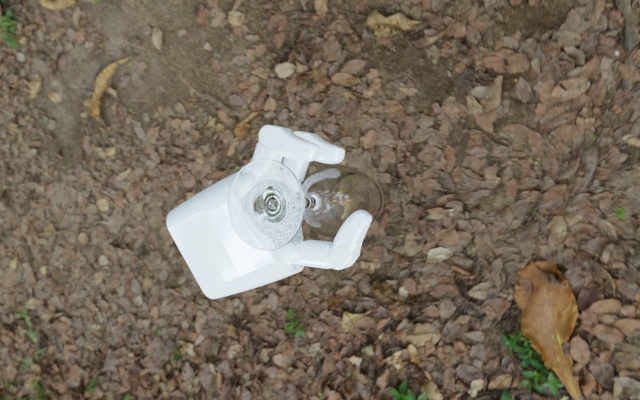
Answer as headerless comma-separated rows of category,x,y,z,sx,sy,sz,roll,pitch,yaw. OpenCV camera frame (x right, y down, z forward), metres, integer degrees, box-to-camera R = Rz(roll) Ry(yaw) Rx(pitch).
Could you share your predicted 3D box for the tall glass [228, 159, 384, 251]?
tall glass,0.000,0.002,0.472,0.079,0.079,0.201,0,1,28
